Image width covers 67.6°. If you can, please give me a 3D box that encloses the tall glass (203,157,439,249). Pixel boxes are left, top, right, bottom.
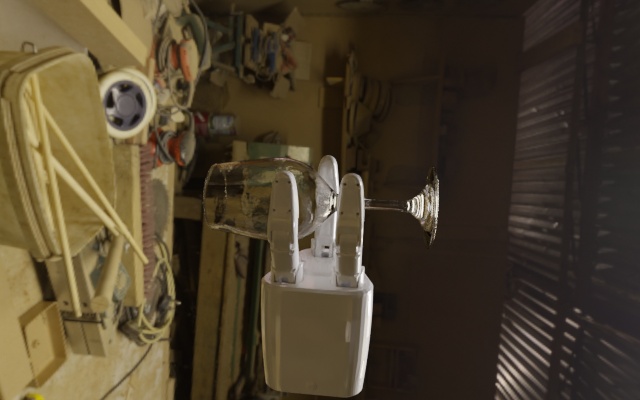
[{"bbox_3d":[0.001,0.001,0.436,0.201,0.079,0.079,3,0,5],"label":"tall glass"}]
